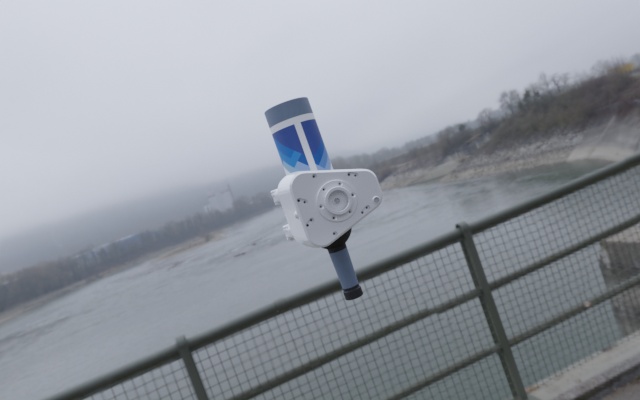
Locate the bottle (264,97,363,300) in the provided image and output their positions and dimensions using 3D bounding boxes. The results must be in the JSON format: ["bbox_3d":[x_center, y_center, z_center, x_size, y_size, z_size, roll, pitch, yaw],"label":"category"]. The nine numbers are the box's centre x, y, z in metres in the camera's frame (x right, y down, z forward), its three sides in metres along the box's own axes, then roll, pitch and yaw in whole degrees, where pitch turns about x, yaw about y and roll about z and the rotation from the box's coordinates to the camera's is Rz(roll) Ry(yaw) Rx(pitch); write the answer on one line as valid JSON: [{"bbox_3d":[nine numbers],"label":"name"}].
[{"bbox_3d":[0.000,0.002,0.690,0.069,0.296,0.069,-20,2,1],"label":"bottle"}]
